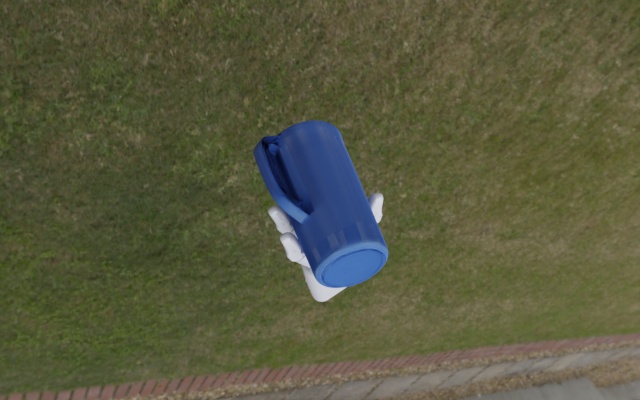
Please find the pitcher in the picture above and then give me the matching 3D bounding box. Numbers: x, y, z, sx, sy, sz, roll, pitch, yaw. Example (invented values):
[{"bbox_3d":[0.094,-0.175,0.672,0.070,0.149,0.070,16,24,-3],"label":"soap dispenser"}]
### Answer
[{"bbox_3d":[0.000,0.002,0.713,0.149,0.242,0.145,-17,-37,-7],"label":"pitcher"}]
